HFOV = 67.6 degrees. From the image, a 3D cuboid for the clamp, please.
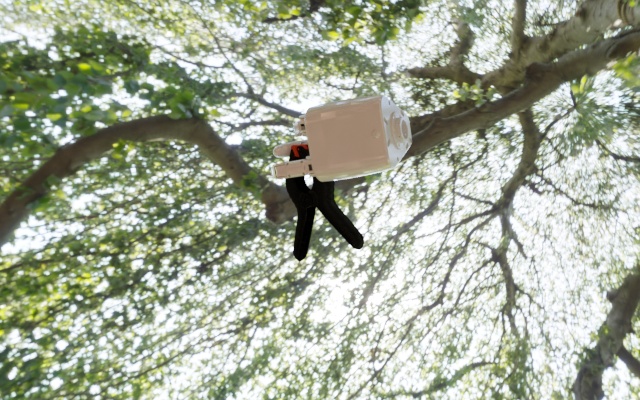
[{"bbox_3d":[0.000,0.002,0.678,0.120,0.171,0.039,-6,7,29],"label":"clamp"}]
